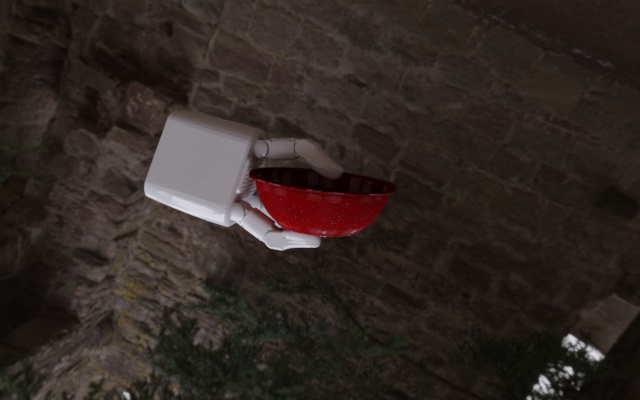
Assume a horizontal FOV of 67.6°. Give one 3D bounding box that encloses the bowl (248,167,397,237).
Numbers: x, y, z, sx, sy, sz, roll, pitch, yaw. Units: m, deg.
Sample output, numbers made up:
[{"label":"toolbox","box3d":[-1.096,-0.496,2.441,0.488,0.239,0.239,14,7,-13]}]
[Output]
[{"label":"bowl","box3d":[0.001,0.002,0.525,0.162,0.055,0.162,5,10,-1]}]
